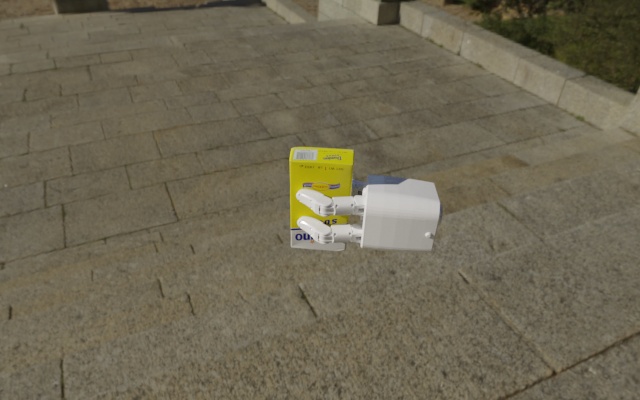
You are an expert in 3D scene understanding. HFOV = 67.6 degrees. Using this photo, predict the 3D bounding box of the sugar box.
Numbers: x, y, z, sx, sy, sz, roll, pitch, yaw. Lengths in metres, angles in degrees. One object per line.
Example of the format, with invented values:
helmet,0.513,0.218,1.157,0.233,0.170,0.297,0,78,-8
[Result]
sugar box,0.000,0.003,0.736,0.093,0.176,0.048,4,38,3
